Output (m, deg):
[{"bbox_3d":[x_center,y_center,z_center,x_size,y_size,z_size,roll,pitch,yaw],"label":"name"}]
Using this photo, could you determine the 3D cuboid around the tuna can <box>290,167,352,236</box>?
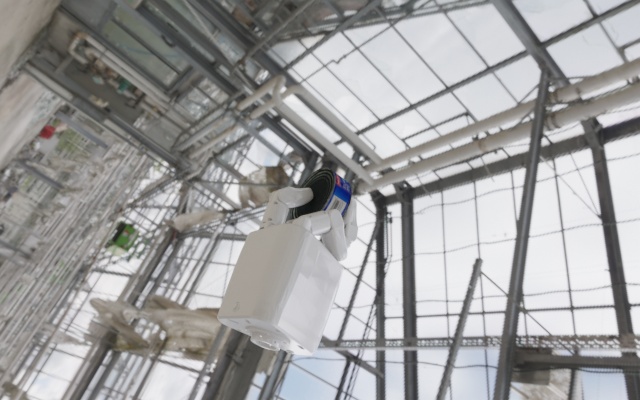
[{"bbox_3d":[0.001,0.002,0.618,0.034,0.086,0.086,33,-17,-28],"label":"tuna can"}]
